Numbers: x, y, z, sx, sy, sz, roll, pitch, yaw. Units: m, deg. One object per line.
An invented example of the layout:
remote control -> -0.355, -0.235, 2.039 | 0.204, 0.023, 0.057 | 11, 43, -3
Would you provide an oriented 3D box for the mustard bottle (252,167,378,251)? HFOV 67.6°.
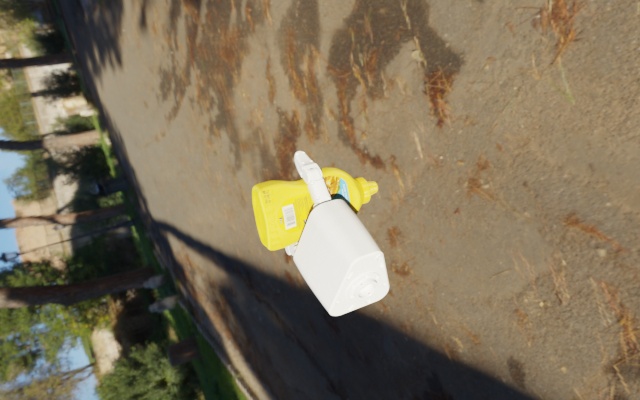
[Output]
mustard bottle -> 0.000, 0.002, 0.702 | 0.191, 0.096, 0.058 | -16, 18, -22
